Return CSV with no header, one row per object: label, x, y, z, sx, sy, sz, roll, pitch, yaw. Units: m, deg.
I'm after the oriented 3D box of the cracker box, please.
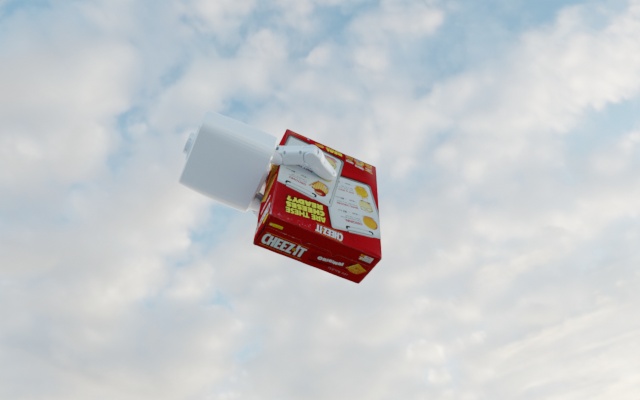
cracker box,0.000,0.002,0.707,0.164,0.072,0.213,22,37,-14
